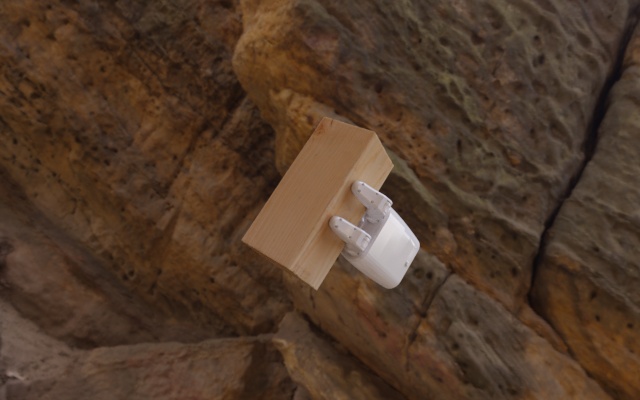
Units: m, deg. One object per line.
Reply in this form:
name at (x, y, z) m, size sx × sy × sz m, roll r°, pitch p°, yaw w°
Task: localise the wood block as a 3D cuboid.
wood block at (0.000, 0.002, 0.650) m, size 0.091 × 0.206 × 0.090 m, roll 24°, pitch -15°, yaw 36°
